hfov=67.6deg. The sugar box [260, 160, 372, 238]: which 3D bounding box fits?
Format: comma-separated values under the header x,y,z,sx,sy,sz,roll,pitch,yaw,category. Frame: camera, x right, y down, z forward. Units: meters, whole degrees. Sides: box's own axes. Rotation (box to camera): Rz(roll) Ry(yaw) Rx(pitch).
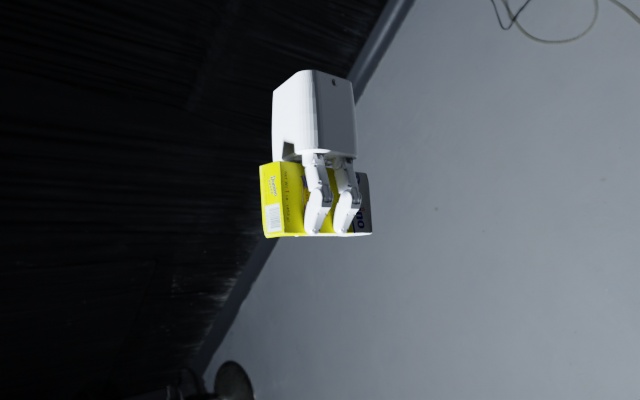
x,y,z,sx,sy,sz,roll,pitch,yaw,category
0.000,0.002,0.649,0.176,0.093,0.048,2,-9,-44,sugar box
